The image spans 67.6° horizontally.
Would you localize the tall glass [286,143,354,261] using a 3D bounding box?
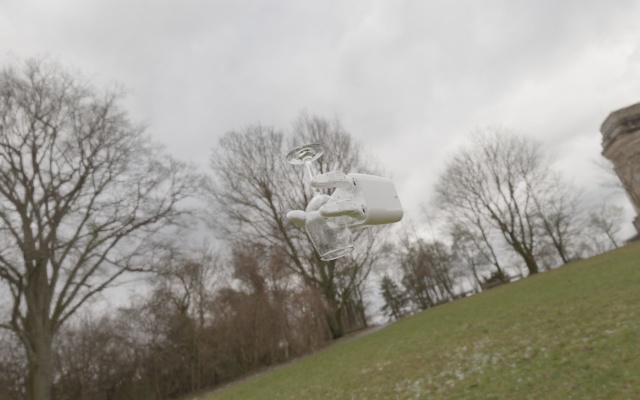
[{"bbox_3d":[0.000,0.002,0.849,0.079,0.201,0.079,-15,-20,-6],"label":"tall glass"}]
